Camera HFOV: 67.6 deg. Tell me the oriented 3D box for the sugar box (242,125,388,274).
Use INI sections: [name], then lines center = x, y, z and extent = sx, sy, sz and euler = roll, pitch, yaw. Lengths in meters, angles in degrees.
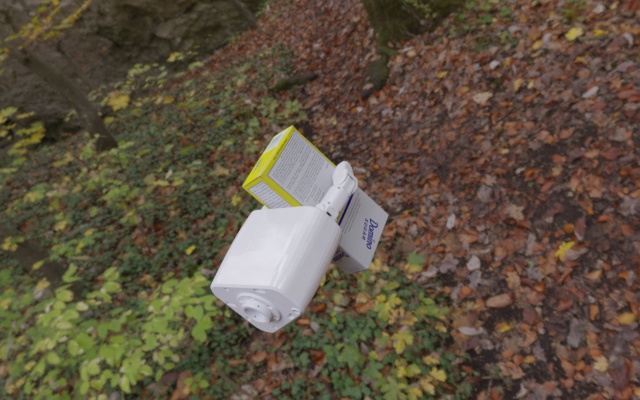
[sugar box]
center = 0.000, 0.002, 0.580
extent = 0.176, 0.093, 0.048
euler = 44, -40, -21
